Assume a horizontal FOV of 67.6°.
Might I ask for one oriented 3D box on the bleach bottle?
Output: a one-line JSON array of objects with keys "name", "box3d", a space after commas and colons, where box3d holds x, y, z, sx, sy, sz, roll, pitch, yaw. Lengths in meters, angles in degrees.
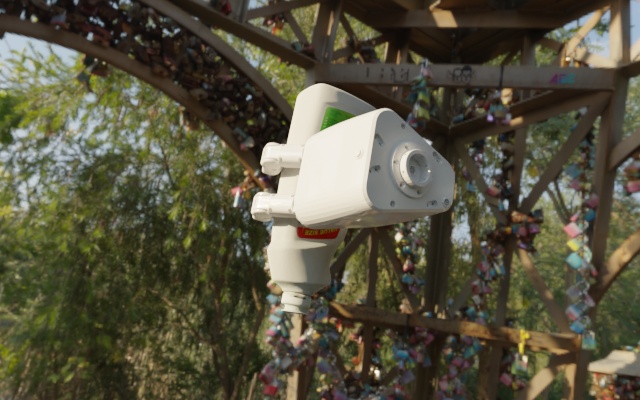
[{"name": "bleach bottle", "box3d": [0.000, 0.002, 0.539, 0.102, 0.250, 0.068, 20, -18, -31]}]
